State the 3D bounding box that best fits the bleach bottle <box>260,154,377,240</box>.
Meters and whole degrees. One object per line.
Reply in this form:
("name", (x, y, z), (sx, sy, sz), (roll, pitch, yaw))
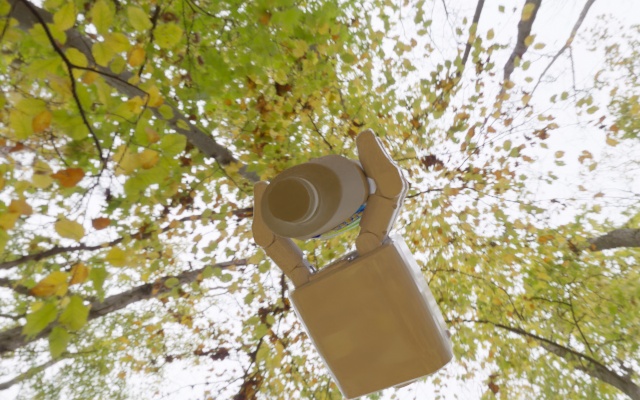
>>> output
("bleach bottle", (0.000, 0.001, 0.429), (0.102, 0.068, 0.251), (-29, -5, 12))
